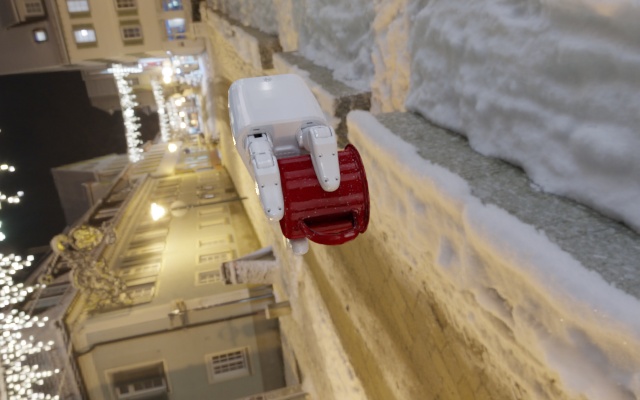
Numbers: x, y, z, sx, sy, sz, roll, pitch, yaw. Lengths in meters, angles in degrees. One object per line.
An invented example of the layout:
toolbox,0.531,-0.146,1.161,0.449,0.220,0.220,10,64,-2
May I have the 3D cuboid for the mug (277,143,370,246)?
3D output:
mug,0.000,0.003,0.473,0.081,0.093,0.117,-9,43,-11
